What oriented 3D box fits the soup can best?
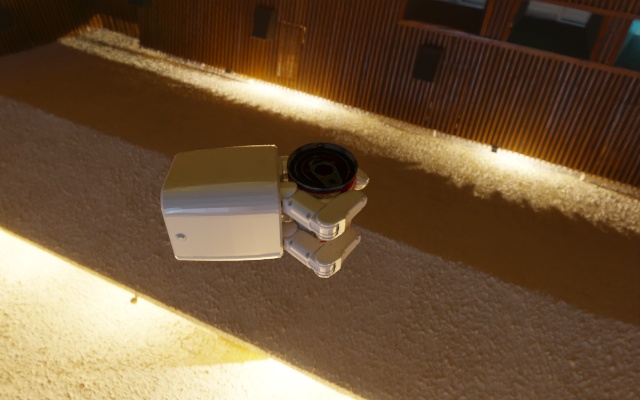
[{"bbox_3d":[0.001,0.002,0.488,0.068,0.068,0.102,1,-45,-1],"label":"soup can"}]
